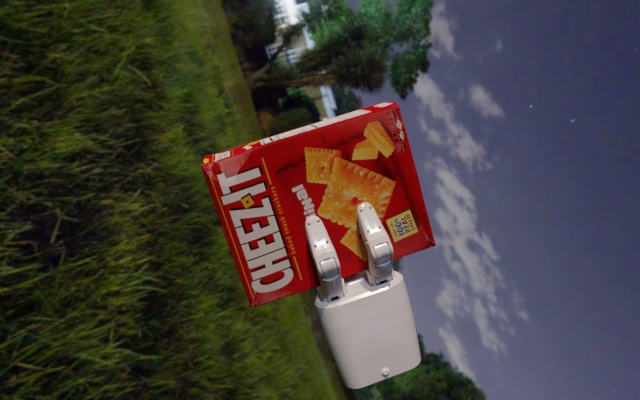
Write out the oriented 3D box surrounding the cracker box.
[{"bbox_3d":[0.000,0.002,0.519,0.213,0.164,0.072,-18,14,-6],"label":"cracker box"}]
